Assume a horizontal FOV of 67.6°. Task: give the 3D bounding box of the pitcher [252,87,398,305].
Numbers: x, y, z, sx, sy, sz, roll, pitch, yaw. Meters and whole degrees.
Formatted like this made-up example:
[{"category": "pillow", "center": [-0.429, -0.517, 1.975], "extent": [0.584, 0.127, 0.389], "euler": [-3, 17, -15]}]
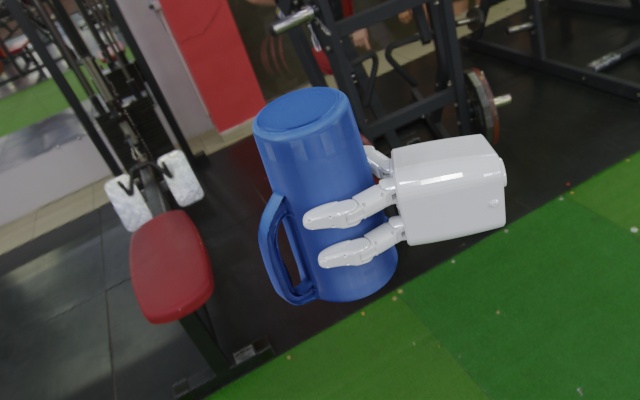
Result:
[{"category": "pitcher", "center": [0.000, 0.002, 0.565], "extent": [0.145, 0.243, 0.149], "euler": [-10, 36, 12]}]
